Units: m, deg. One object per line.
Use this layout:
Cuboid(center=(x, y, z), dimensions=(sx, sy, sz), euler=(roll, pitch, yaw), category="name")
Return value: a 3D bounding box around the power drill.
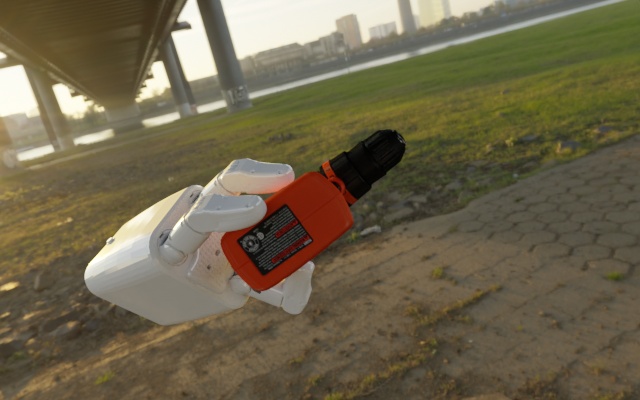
Cuboid(center=(0.000, 0.002, 0.436), dimensions=(0.184, 0.057, 0.187), euler=(-39, 0, 14), category="power drill")
